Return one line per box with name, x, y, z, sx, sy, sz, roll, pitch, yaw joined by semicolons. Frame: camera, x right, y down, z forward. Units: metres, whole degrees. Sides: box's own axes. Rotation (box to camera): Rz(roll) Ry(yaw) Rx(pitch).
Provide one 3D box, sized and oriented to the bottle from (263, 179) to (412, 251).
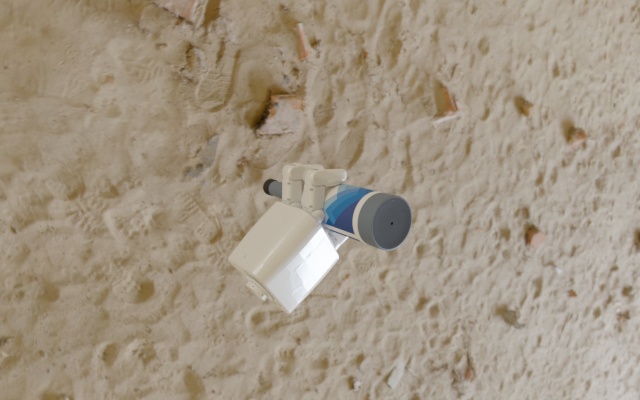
bottle;0.000;0.002;0.677;0.069;0.069;0.295;0;10;-36
